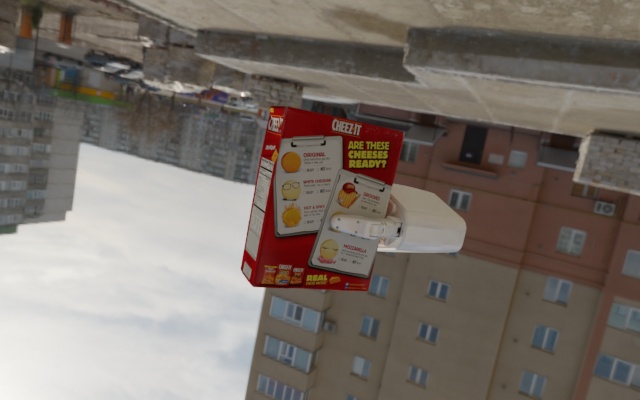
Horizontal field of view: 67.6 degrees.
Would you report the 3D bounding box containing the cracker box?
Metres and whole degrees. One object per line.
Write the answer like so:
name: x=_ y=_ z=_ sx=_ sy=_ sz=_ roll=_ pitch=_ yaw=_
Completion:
cracker box: x=0.000 y=0.002 z=0.602 sx=0.164 sy=0.214 sz=0.072 roll=7 pitch=9 yaw=-27
